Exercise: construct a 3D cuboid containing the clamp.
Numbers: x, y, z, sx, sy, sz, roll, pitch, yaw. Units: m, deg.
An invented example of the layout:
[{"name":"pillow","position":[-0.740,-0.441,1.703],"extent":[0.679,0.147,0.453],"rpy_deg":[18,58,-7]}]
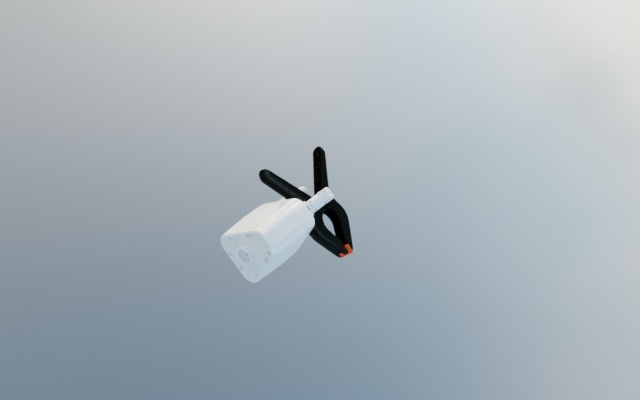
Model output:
[{"name":"clamp","position":[0.001,0.003,0.861],"extent":[0.036,0.210,0.164],"rpy_deg":[-31,5,45]}]
